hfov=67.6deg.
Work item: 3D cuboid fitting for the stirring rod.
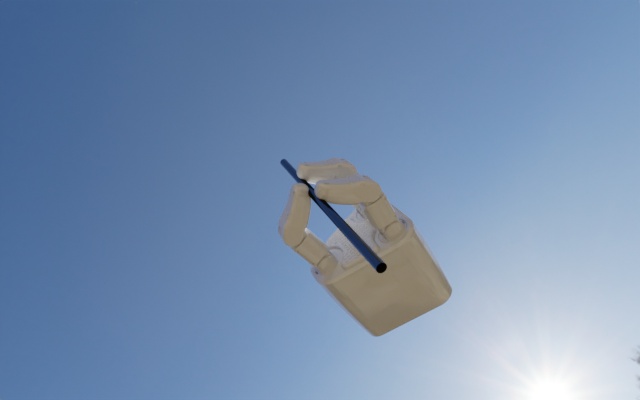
[{"bbox_3d":[0.000,0.001,0.420,0.011,0.011,0.239,0,21,-21],"label":"stirring rod"}]
